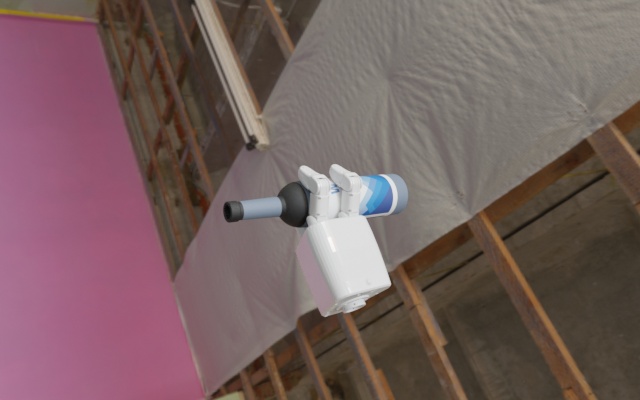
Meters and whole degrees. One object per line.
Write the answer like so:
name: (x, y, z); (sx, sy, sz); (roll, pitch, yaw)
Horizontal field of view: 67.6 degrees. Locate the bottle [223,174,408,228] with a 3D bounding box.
bottle: (0.000, 0.002, 0.696); (0.295, 0.069, 0.069); (-6, 3, -35)
